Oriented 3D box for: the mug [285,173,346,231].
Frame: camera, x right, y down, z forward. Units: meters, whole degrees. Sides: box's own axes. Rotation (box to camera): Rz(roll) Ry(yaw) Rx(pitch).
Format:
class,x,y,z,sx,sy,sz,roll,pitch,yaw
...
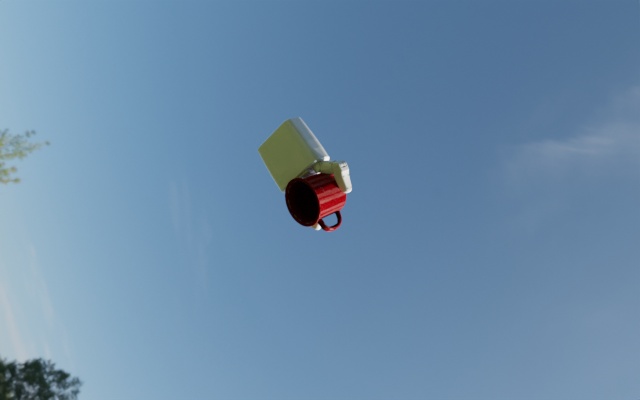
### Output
class,x,y,z,sx,sy,sz,roll,pitch,yaw
mug,0.001,0.004,0.892,0.081,0.117,0.093,-22,-16,-42
